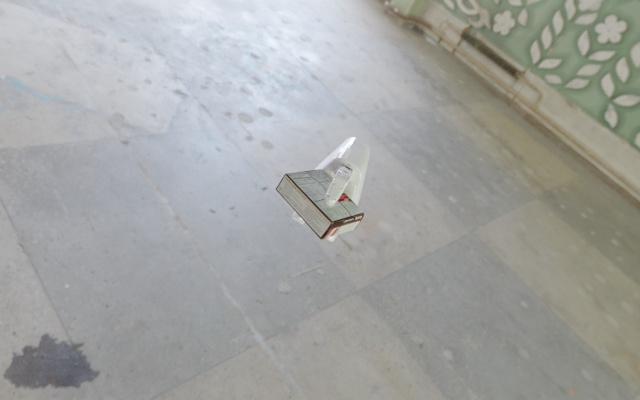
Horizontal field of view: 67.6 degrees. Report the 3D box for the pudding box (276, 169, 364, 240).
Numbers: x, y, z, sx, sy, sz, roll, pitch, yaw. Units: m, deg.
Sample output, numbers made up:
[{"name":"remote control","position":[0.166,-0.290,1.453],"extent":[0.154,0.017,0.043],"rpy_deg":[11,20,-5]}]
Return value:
[{"name":"pudding box","position":[0.000,0.002,0.729],"extent":[0.113,0.039,0.090],"rpy_deg":[45,32,23]}]
